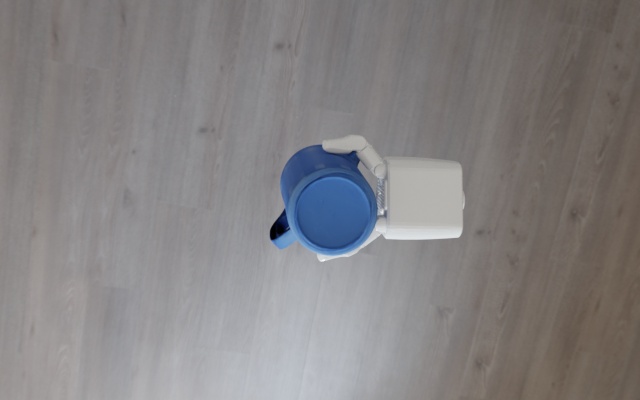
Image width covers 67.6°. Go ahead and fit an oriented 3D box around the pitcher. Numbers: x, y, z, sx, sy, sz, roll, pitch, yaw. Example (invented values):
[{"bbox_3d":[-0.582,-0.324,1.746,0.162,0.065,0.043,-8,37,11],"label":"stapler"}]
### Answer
[{"bbox_3d":[0.000,0.002,0.671,0.145,0.149,0.243,2,10,-4],"label":"pitcher"}]
